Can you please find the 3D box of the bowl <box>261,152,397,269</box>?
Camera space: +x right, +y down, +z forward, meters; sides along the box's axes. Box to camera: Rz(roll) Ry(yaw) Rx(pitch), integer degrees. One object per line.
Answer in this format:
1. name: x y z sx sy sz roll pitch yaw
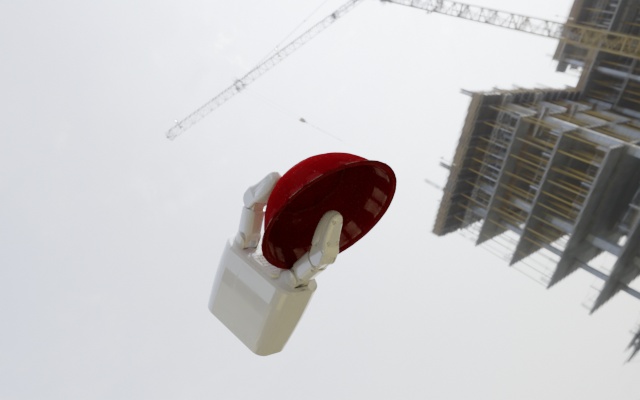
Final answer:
1. bowl: 0.001 0.000 0.511 0.162 0.055 0.162 -24 -33 -17
